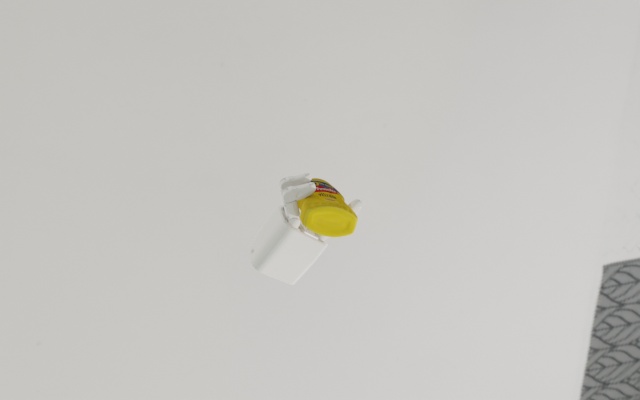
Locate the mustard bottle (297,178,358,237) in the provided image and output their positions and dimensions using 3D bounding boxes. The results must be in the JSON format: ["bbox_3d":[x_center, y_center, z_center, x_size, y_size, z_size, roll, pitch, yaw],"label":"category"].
[{"bbox_3d":[0.000,0.003,0.887,0.096,0.058,0.191,9,19,-15],"label":"mustard bottle"}]
